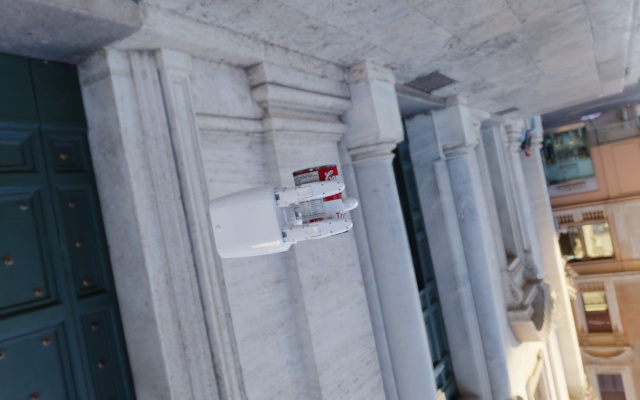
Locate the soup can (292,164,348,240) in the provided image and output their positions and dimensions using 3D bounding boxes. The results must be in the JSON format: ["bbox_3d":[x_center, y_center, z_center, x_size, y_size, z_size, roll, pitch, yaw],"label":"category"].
[{"bbox_3d":[0.001,0.003,0.708,0.068,0.102,0.068,-11,-1,0],"label":"soup can"}]
